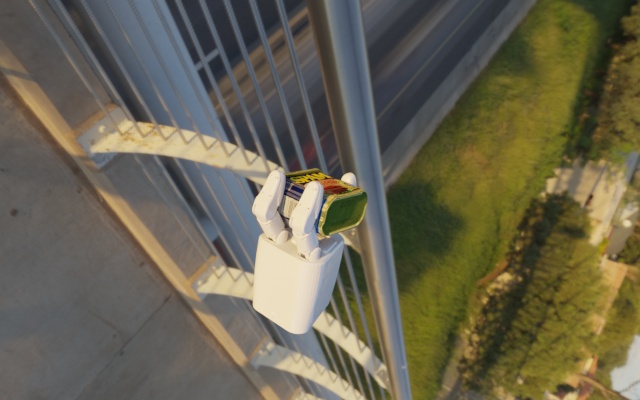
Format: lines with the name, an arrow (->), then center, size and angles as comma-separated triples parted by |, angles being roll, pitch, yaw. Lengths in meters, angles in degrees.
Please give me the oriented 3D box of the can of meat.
can of meat -> 0.000, 0.002, 0.607 | 0.084, 0.057, 0.102 | 24, 22, 32
